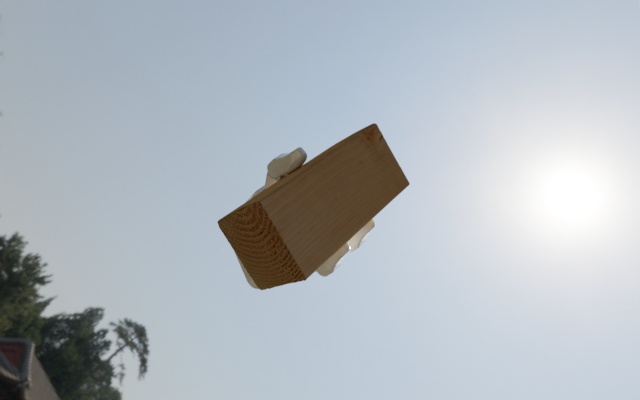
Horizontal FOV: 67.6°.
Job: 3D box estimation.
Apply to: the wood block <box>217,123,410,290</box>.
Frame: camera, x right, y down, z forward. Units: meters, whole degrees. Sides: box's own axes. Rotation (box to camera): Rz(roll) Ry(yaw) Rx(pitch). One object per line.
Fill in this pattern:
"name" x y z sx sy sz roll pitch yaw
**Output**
"wood block" 0.000 0.002 0.544 0.090 0.091 0.206 -23 12 48
